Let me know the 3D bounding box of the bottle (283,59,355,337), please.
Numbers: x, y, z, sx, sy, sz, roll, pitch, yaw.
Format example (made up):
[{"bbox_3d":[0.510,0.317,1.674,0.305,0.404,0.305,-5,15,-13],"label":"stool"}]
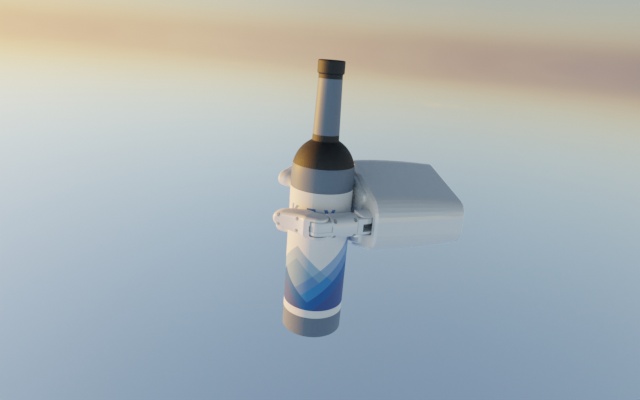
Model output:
[{"bbox_3d":[0.000,0.002,0.514,0.069,0.296,0.069,4,18,-1],"label":"bottle"}]
